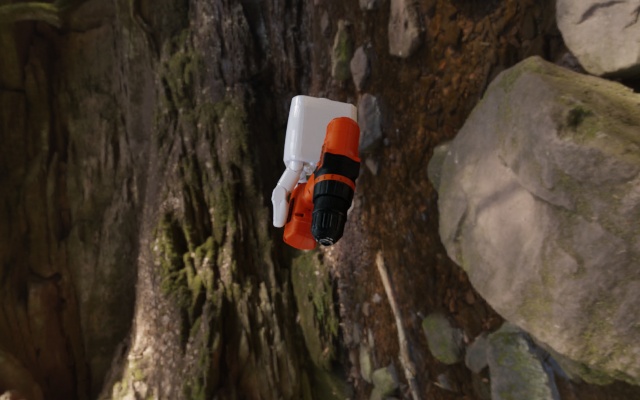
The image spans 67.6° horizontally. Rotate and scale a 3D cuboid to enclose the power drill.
[{"bbox_3d":[0.000,0.002,0.664,0.057,0.184,0.188,19,-30,-11],"label":"power drill"}]
